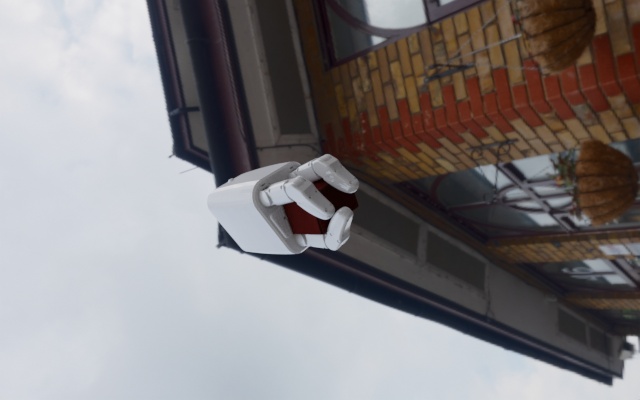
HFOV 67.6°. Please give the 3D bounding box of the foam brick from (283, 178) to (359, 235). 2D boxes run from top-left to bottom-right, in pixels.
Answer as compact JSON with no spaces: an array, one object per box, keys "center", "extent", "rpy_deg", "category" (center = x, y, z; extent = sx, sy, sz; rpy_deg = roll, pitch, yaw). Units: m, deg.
[{"center":[0.000,0.002,0.595],"extent":[0.051,0.053,0.078],"rpy_deg":[-2,24,42],"category":"foam brick"}]
